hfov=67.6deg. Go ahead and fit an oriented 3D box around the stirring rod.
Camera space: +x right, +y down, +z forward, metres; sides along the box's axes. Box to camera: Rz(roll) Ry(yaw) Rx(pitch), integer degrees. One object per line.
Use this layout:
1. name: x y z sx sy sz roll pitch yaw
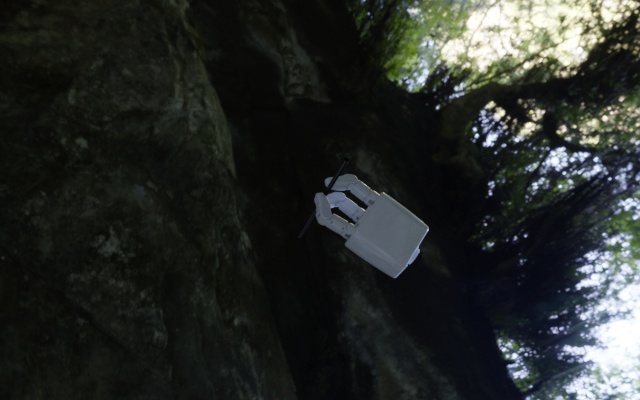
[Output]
1. stirring rod: 0.000 0.003 0.863 0.011 0.011 0.240 0 -35 -25
